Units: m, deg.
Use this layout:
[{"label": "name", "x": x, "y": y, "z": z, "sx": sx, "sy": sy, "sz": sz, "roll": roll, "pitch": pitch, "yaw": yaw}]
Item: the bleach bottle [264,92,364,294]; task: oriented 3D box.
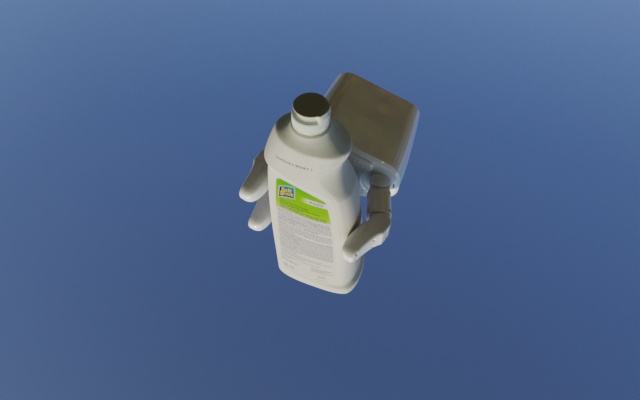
[{"label": "bleach bottle", "x": 0.000, "y": 0.002, "z": 0.467, "sx": 0.102, "sy": 0.068, "sz": 0.251, "roll": 16, "pitch": -34, "yaw": 11}]
